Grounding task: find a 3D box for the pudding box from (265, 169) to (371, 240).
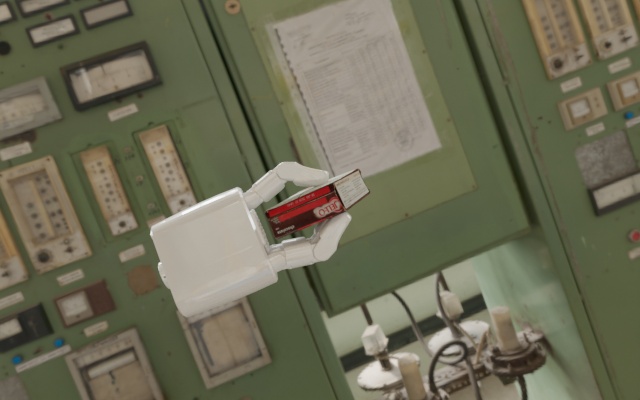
[{"bbox_3d":[0.000,0.002,0.553,0.090,0.039,0.113,-22,5,22],"label":"pudding box"}]
